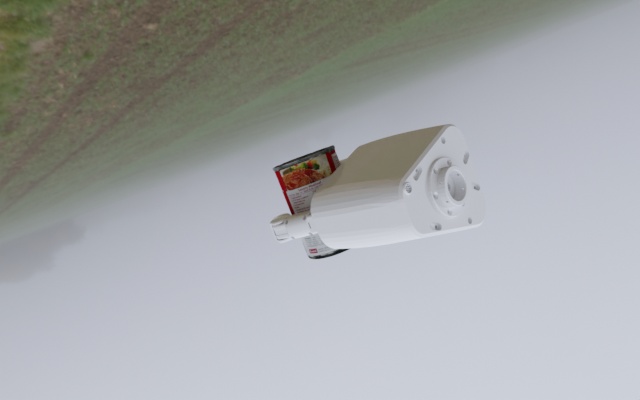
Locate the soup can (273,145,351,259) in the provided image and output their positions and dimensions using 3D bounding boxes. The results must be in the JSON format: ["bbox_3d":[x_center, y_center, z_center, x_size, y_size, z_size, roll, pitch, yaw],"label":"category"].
[{"bbox_3d":[0.000,0.002,0.499,0.068,0.102,0.068,-20,8,3],"label":"soup can"}]
